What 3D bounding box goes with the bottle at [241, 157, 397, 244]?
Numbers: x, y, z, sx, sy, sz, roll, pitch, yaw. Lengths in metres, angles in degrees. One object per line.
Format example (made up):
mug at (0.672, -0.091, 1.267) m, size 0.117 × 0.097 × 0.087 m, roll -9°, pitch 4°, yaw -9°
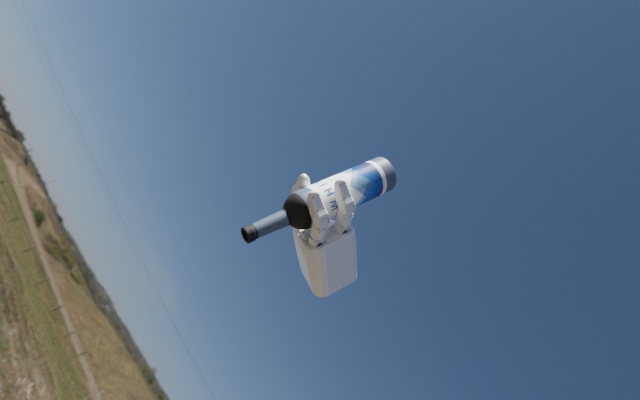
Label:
bottle at (0.000, 0.002, 0.813) m, size 0.295 × 0.069 × 0.069 m, roll -24°, pitch 12°, yaw -29°
